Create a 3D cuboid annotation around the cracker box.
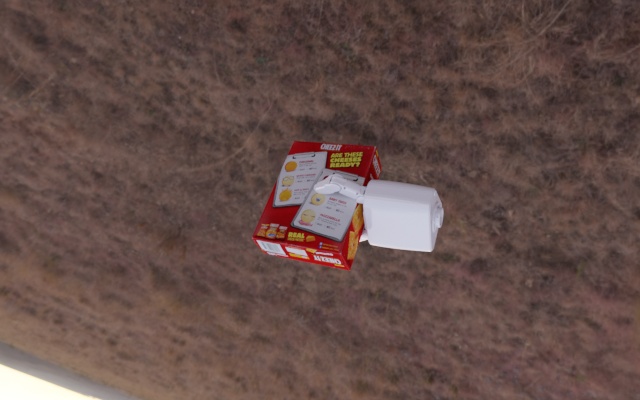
[{"bbox_3d":[0.000,0.003,0.832,0.164,0.213,0.072,7,-31,23],"label":"cracker box"}]
